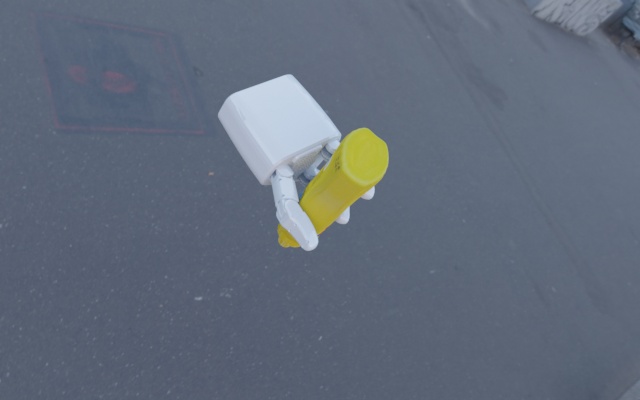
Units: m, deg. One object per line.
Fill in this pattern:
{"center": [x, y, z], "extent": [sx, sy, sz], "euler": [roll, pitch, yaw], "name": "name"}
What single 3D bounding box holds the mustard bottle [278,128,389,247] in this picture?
{"center": [0.000, 0.002, 0.571], "extent": [0.192, 0.058, 0.096], "euler": [-46, 10, 41], "name": "mustard bottle"}
